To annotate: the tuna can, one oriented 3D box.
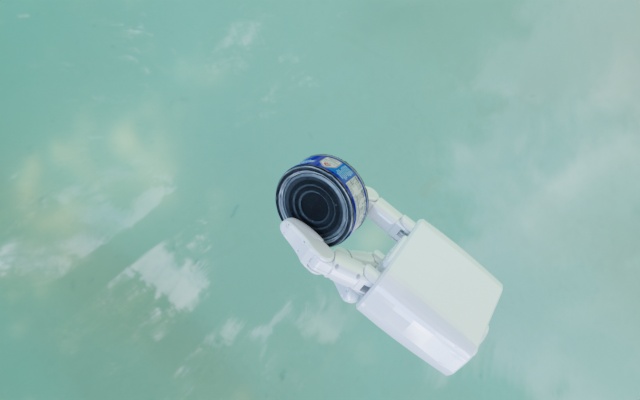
[{"bbox_3d":[0.000,0.002,0.453,0.086,0.086,0.033,0,21,30],"label":"tuna can"}]
